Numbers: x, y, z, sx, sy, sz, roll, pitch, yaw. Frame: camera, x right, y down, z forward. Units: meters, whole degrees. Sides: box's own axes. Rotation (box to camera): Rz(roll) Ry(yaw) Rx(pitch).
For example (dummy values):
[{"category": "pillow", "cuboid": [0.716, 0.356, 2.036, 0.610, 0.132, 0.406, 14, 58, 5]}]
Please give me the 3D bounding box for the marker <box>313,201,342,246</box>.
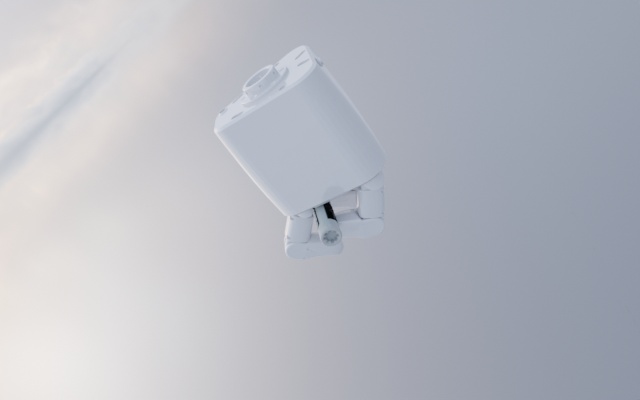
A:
[{"category": "marker", "cuboid": [0.000, 0.002, 0.451, 0.020, 0.020, 0.121, 0, 29, -10]}]
